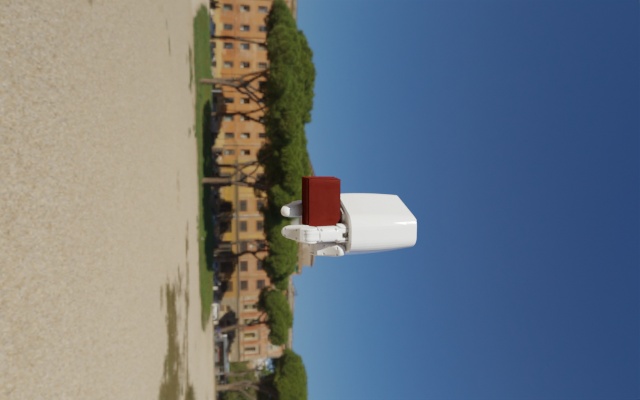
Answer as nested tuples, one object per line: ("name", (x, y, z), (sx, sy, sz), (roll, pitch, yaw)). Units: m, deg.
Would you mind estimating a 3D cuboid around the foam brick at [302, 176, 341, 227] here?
("foam brick", (0.000, 0.002, 0.726), (0.051, 0.078, 0.053), (-1, 8, -11))
